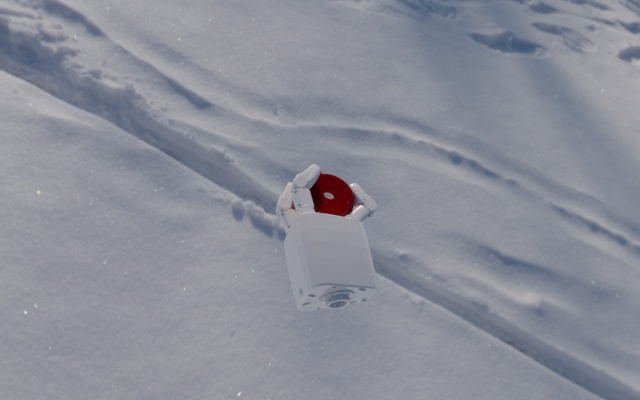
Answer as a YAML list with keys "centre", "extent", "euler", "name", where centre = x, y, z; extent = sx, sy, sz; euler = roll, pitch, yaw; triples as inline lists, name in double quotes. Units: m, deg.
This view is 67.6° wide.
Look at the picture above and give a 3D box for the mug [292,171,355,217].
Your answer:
- centre: [0.000, 0.001, 0.744]
  extent: [0.093, 0.117, 0.081]
  euler: [0, -33, -21]
  name: "mug"
